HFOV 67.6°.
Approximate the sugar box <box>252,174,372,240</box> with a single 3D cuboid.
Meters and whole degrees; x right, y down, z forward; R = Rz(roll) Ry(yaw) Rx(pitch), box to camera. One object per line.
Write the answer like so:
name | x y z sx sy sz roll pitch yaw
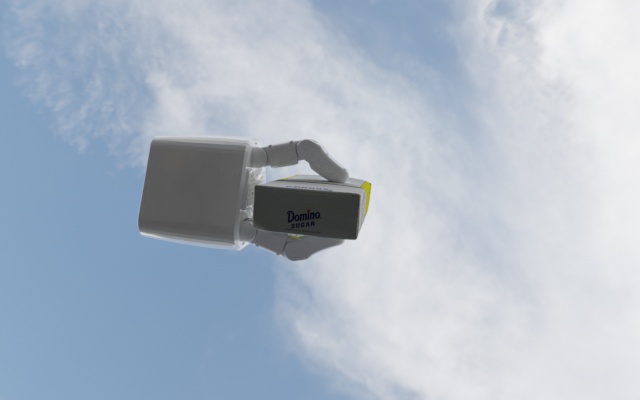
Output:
sugar box | 0.000 0.002 0.481 0.093 0.048 0.176 5 9 9
